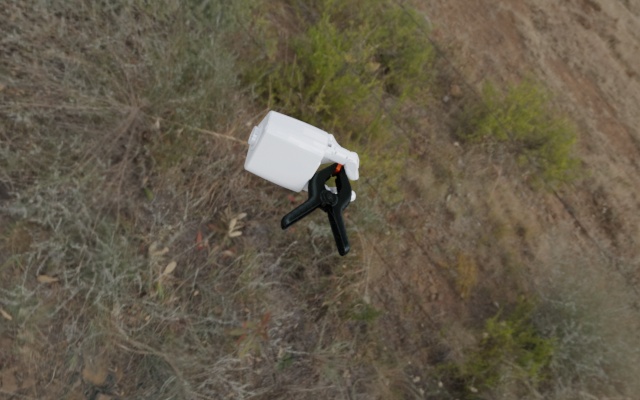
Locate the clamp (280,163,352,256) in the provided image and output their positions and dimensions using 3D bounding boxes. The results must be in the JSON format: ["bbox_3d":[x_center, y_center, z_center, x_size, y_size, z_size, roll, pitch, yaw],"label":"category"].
[{"bbox_3d":[0.001,0.002,0.804,0.120,0.171,0.039,21,-37,-19],"label":"clamp"}]
